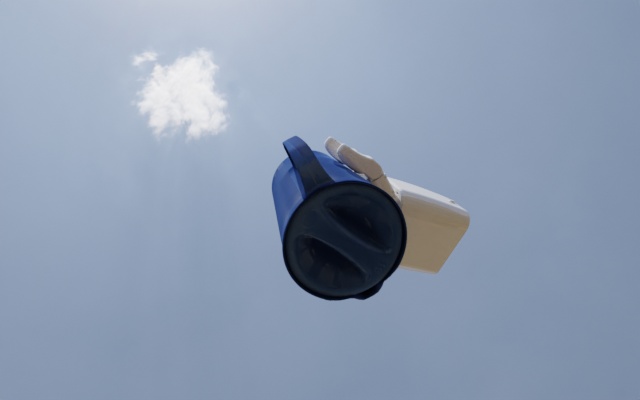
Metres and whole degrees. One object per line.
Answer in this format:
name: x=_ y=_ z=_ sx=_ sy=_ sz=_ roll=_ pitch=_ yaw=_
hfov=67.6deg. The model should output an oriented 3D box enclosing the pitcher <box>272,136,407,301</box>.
pitcher: x=0.000 y=0.002 z=0.594 sx=0.145 sy=0.149 sz=0.242 roll=15 pitch=13 yaw=-16
